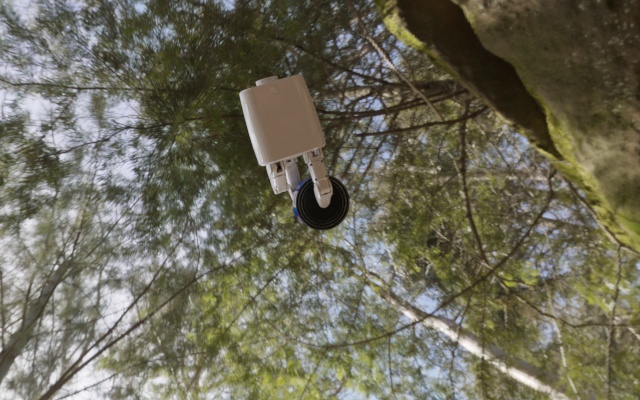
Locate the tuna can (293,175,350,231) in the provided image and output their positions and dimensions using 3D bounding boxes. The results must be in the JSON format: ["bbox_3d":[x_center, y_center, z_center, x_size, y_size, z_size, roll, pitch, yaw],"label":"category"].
[{"bbox_3d":[0.000,0.002,0.745,0.086,0.086,0.034,0,3,-14],"label":"tuna can"}]
